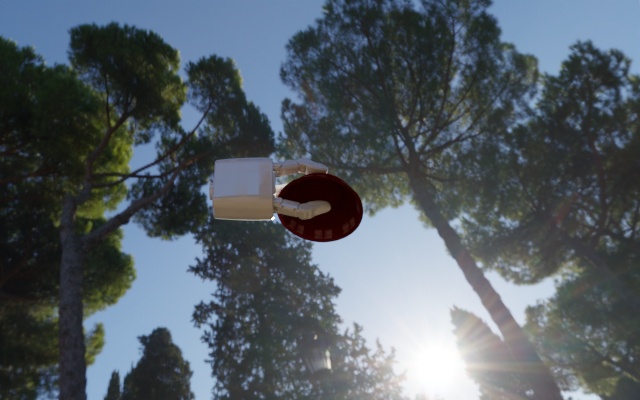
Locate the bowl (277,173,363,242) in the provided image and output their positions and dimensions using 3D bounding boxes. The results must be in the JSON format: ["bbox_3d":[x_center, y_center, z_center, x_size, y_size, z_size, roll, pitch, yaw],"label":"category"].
[{"bbox_3d":[0.001,0.003,0.892,0.162,0.162,0.055,0,40,7],"label":"bowl"}]
